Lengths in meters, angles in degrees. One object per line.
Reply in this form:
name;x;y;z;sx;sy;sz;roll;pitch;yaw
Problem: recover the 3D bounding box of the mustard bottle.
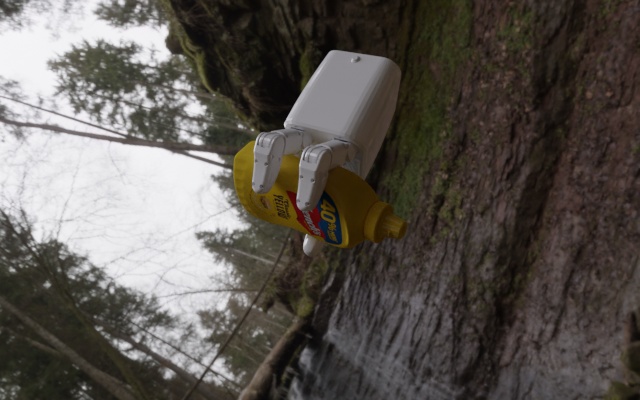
mustard bottle;0.000;0.002;0.502;0.191;0.096;0.058;18;47;28
